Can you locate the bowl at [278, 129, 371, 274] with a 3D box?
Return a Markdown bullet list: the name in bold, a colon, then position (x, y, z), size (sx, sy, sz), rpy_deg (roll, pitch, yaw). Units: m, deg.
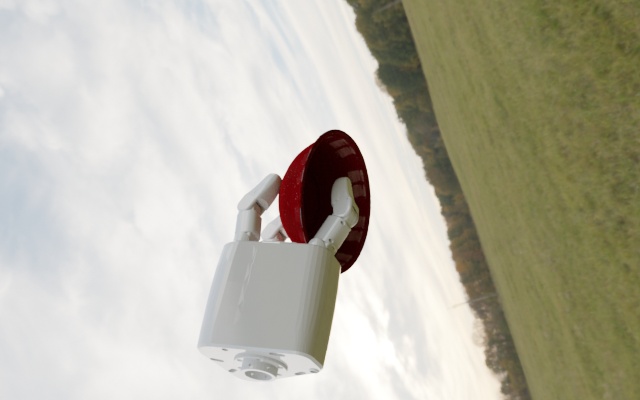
- **bowl**: position (0.000, 0.001, 0.544), size (0.055, 0.162, 0.162), rpy_deg (0, 0, 31)
